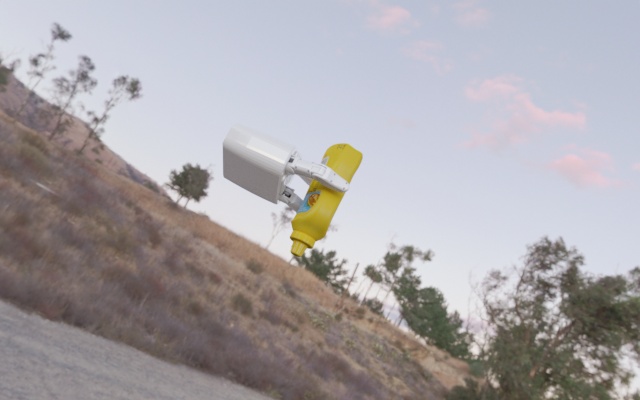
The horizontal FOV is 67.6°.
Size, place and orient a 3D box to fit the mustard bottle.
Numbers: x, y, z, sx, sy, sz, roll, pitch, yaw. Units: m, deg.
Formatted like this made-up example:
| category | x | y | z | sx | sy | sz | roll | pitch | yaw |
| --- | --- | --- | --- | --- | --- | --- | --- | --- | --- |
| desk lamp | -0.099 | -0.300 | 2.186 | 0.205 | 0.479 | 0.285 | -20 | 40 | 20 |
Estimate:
| category | x | y | z | sx | sy | sz | roll | pitch | yaw |
| --- | --- | --- | --- | --- | --- | --- | --- | --- | --- |
| mustard bottle | 0.001 | 0.002 | 0.771 | 0.058 | 0.191 | 0.096 | 32 | -19 | -16 |
